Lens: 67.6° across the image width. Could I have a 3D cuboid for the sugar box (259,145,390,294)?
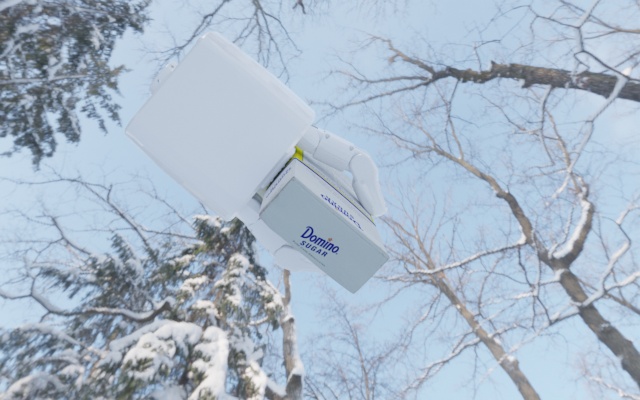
[{"bbox_3d":[0.000,0.002,0.411,0.093,0.048,0.176,40,14,-12],"label":"sugar box"}]
